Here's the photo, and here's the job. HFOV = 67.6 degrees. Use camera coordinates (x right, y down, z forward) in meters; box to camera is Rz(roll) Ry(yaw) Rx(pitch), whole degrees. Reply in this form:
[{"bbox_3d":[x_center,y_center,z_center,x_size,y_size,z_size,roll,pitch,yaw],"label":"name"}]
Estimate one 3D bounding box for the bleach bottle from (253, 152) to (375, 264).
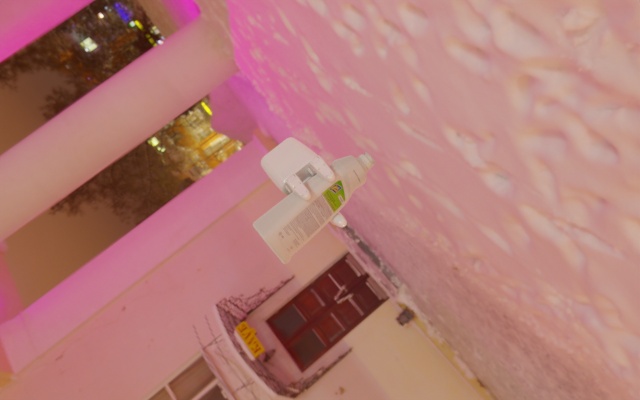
[{"bbox_3d":[0.000,0.003,0.893,0.068,0.251,0.103,44,-10,44],"label":"bleach bottle"}]
